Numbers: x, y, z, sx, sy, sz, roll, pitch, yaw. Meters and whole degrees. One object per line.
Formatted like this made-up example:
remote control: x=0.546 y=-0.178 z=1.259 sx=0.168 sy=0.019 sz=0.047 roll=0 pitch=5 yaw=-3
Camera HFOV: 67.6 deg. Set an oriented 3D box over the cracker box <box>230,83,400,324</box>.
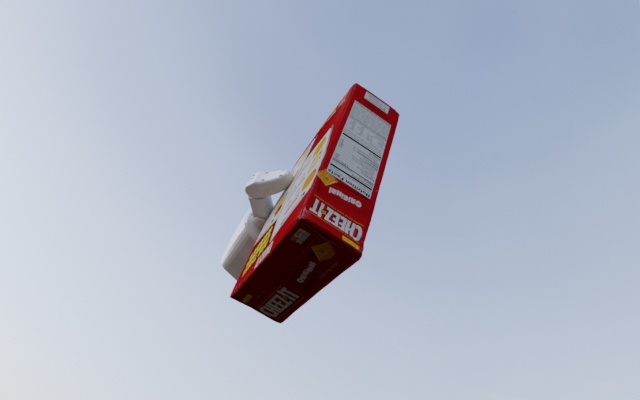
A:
cracker box: x=0.000 y=0.001 z=0.509 sx=0.072 sy=0.213 sz=0.164 roll=31 pitch=-44 yaw=-10
